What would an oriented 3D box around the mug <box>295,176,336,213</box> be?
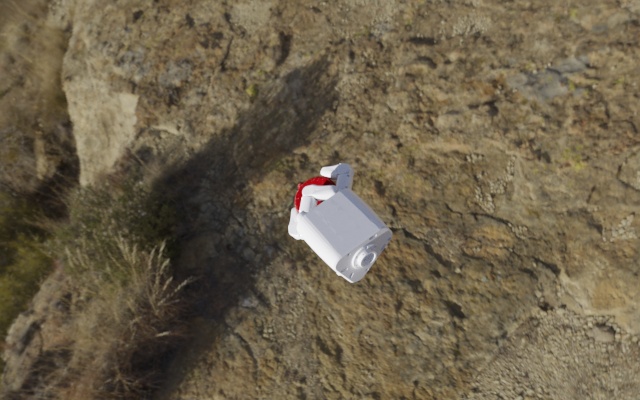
[{"bbox_3d":[-0.001,0.002,0.860,0.117,0.093,0.081,44,0,39],"label":"mug"}]
